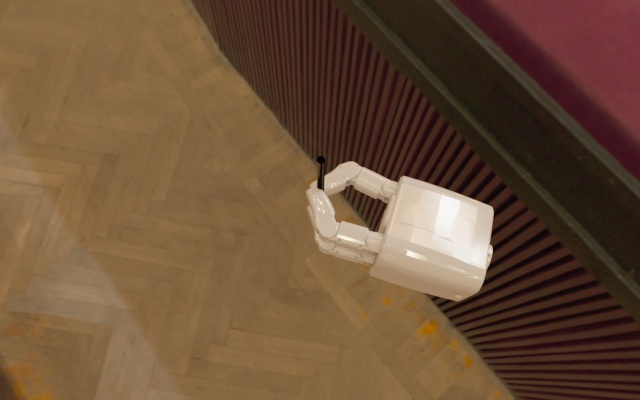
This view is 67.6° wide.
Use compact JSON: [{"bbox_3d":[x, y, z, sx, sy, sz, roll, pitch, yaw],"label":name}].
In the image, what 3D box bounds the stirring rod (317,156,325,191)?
[{"bbox_3d":[0.000,0.002,0.552,0.011,0.011,0.240,0,-19,0],"label":"stirring rod"}]
